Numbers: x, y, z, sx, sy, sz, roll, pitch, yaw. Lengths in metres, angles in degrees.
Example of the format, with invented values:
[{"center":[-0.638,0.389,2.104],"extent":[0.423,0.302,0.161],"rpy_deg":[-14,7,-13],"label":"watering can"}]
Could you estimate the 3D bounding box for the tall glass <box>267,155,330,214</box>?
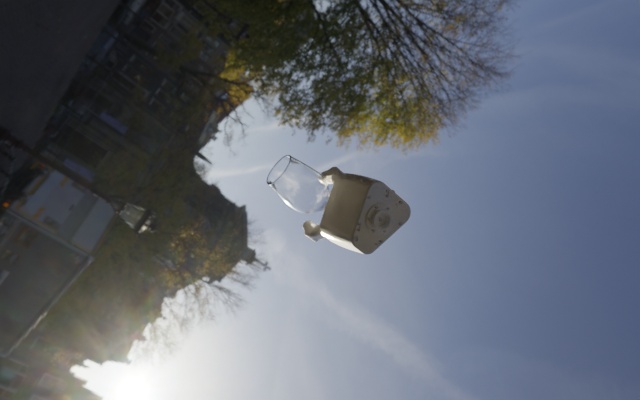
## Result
[{"center":[0.001,0.003,0.849],"extent":[0.201,0.079,0.079],"rpy_deg":[38,-18,-24],"label":"tall glass"}]
